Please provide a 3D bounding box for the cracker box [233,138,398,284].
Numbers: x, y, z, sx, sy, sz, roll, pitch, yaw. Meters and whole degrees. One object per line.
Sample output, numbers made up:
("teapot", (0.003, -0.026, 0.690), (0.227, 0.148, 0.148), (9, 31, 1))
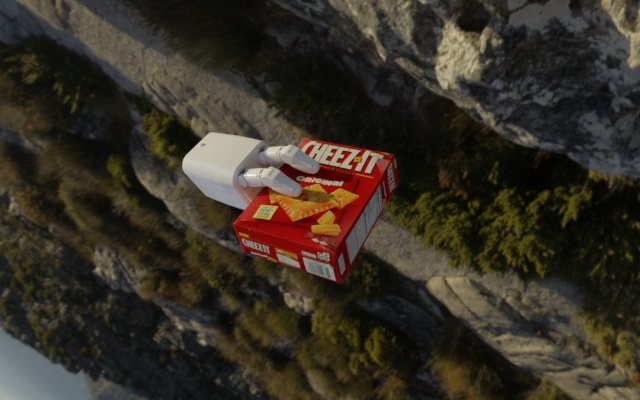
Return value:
("cracker box", (0.000, 0.003, 0.711), (0.164, 0.072, 0.213), (14, 49, 25))
